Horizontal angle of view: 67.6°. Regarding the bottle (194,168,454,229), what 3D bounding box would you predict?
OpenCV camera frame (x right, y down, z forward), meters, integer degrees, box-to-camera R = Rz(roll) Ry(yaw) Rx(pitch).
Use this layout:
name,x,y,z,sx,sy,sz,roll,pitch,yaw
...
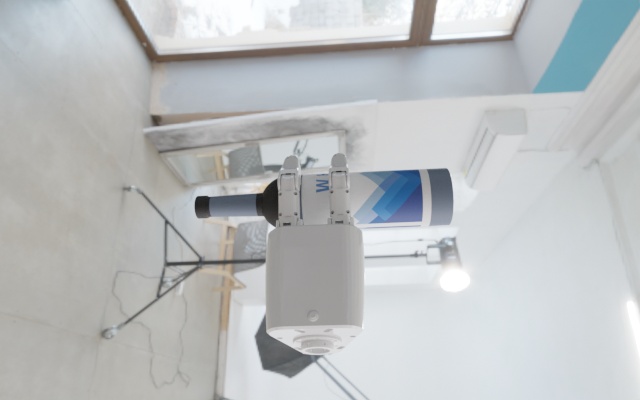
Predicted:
name,x,y,z,sx,sy,sz,roll,pitch,yaw
bottle,0.000,0.002,0.560,0.296,0.069,0.069,-2,0,4
